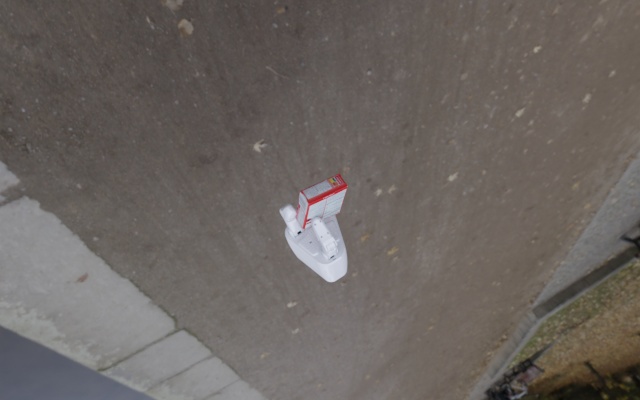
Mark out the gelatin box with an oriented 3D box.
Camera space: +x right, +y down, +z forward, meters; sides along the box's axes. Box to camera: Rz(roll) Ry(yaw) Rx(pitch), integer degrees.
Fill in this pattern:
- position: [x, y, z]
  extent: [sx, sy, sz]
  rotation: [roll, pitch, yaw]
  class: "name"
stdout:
- position: [0.000, 0.003, 0.769]
  extent: [0.073, 0.030, 0.089]
  rotation: [-25, -24, -21]
  class: "gelatin box"
